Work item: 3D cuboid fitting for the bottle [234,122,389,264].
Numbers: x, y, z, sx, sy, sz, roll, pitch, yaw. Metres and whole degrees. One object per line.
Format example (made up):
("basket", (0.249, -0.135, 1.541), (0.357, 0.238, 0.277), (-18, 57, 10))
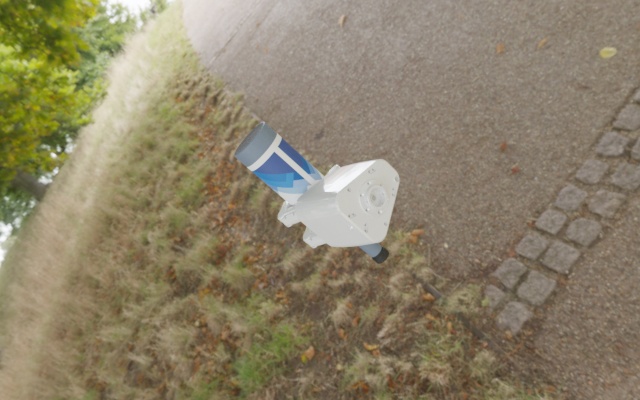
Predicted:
("bottle", (0.000, 0.002, 0.740), (0.296, 0.069, 0.069), (42, -17, -20))
